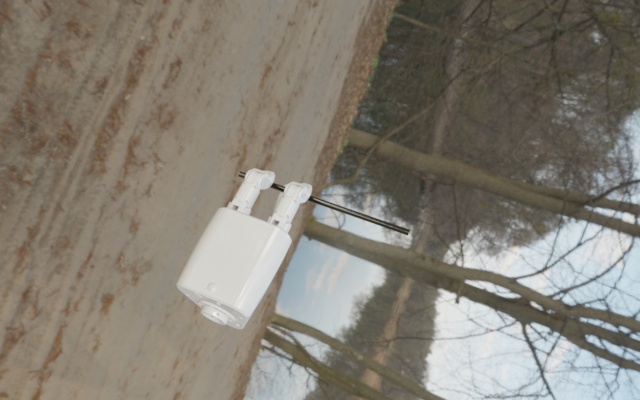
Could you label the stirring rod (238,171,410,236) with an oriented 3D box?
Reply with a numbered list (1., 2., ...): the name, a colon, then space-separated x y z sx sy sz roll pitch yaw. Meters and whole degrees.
1. stirring rod: 0.000 0.002 0.625 0.239 0.011 0.011 19 5 14
